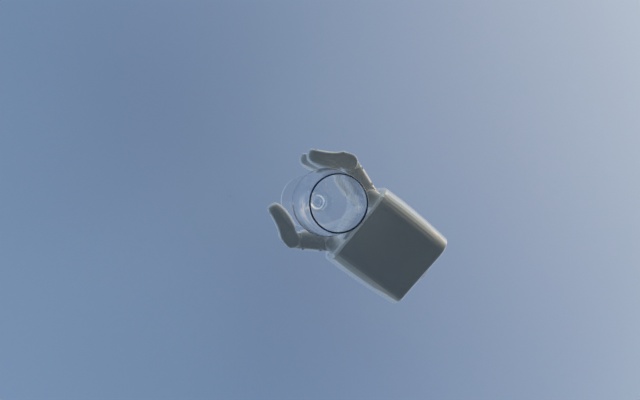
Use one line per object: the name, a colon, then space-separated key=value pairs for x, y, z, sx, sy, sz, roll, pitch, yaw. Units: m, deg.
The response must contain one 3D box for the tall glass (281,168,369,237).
tall glass: x=0.000 y=0.002 z=0.576 sx=0.079 sy=0.079 sz=0.201 roll=0 pitch=0 yaw=-11
